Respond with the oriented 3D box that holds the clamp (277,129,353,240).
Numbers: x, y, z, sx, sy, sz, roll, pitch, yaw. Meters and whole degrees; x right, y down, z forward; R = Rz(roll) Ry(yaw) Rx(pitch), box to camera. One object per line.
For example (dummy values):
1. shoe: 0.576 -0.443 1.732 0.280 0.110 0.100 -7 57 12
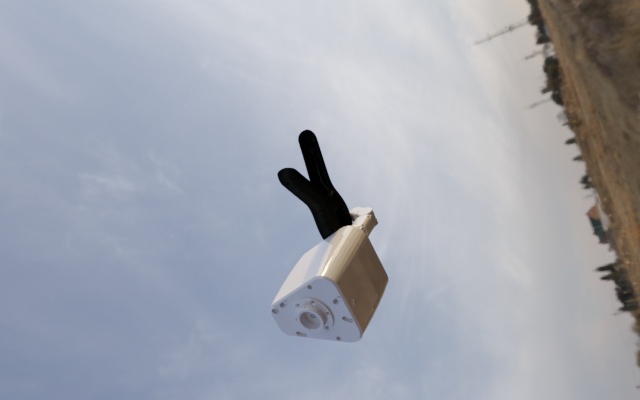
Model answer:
1. clamp: 0.000 0.002 0.612 0.039 0.171 0.120 -19 18 30
